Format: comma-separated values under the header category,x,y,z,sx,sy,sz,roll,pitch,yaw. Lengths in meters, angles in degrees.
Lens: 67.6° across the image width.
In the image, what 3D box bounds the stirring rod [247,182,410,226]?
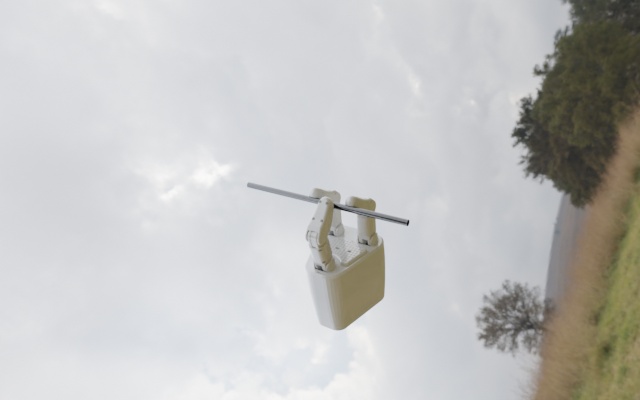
category,x,y,z,sx,sy,sz,roll,pitch,yaw
stirring rod,0.000,0.002,0.612,0.239,0.011,0.011,13,7,30
